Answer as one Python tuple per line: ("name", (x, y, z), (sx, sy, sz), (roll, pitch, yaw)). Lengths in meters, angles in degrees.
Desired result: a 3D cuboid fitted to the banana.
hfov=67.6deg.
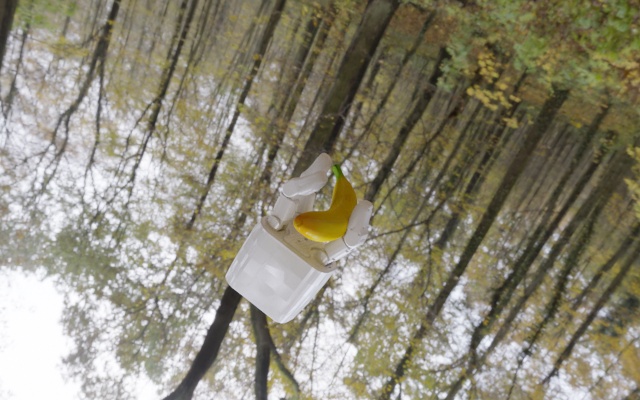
("banana", (0.014, 0.014, 0.609), (0.037, 0.069, 0.197), (-42, 7, 24))
